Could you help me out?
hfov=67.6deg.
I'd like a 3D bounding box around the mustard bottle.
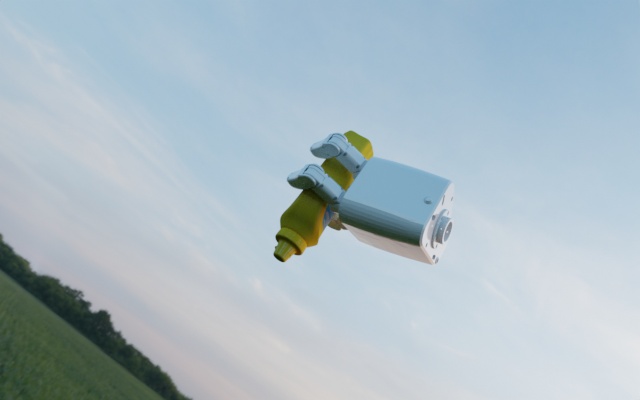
[{"bbox_3d":[0.000,0.002,0.625,0.058,0.191,0.096,31,-27,9],"label":"mustard bottle"}]
